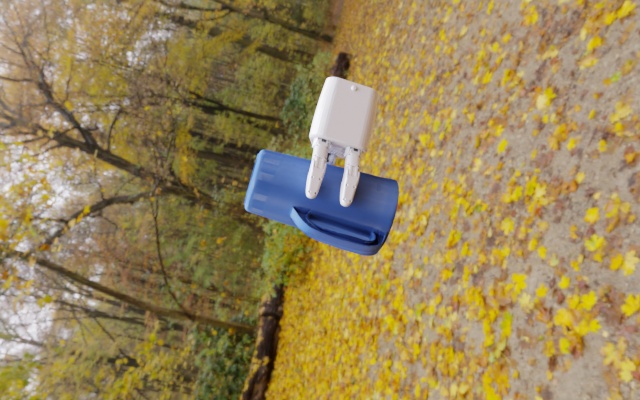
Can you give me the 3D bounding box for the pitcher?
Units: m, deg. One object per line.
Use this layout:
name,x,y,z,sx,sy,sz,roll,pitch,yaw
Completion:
pitcher,0.000,0.002,0.799,0.243,0.145,0.149,15,-9,-8
